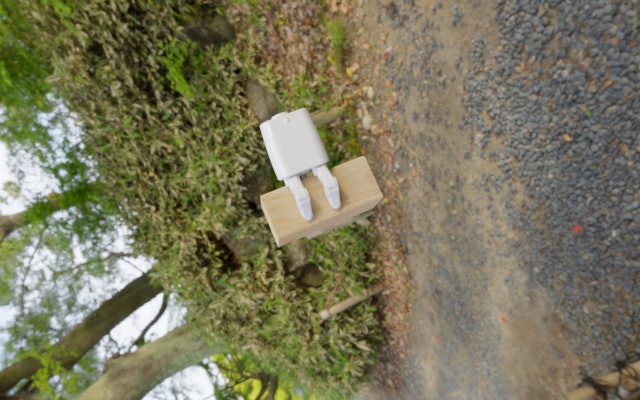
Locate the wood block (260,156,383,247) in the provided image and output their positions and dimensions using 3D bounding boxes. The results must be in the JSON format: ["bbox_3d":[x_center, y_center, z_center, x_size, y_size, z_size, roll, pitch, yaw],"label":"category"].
[{"bbox_3d":[0.000,0.003,0.900,0.206,0.090,0.091,-22,-10,-10],"label":"wood block"}]
